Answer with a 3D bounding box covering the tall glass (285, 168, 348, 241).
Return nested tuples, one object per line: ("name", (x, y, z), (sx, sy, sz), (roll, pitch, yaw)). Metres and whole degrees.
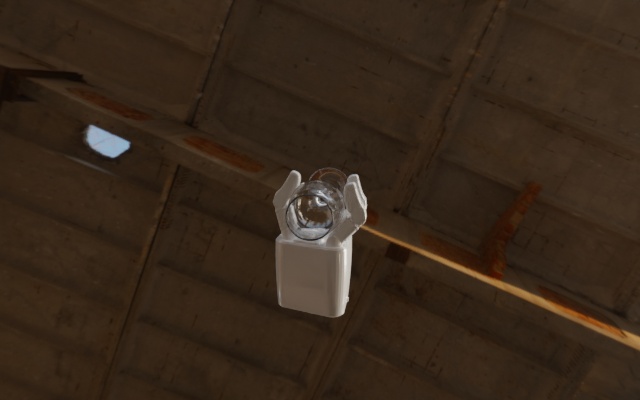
("tall glass", (0.000, 0.002, 0.699), (0.079, 0.079, 0.201), (0, 11, 8))
